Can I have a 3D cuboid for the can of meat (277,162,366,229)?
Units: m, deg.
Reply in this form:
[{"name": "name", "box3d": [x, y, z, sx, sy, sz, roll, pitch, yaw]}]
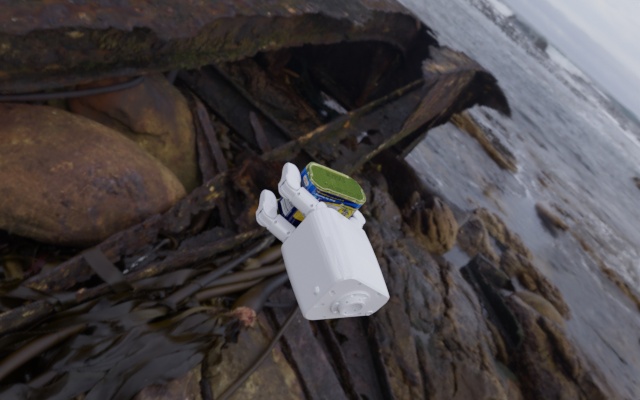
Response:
[{"name": "can of meat", "box3d": [0.000, 0.002, 0.666, 0.102, 0.057, 0.084, 18, -53, -34]}]
